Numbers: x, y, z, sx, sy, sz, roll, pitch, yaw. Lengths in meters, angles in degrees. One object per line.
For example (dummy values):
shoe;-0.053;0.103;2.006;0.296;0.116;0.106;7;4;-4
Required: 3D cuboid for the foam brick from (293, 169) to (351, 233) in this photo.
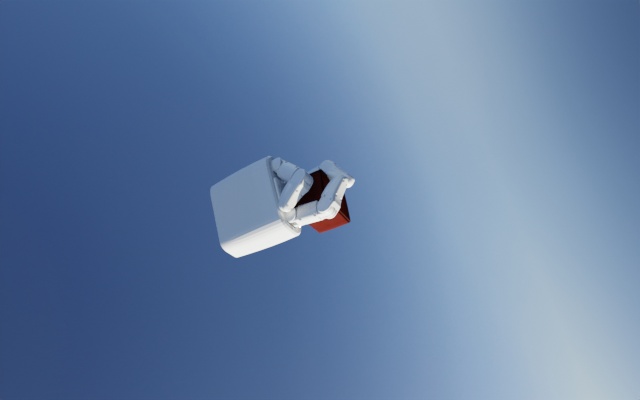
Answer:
foam brick;0.000;0.002;0.682;0.051;0.053;0.078;-24;-39;20
